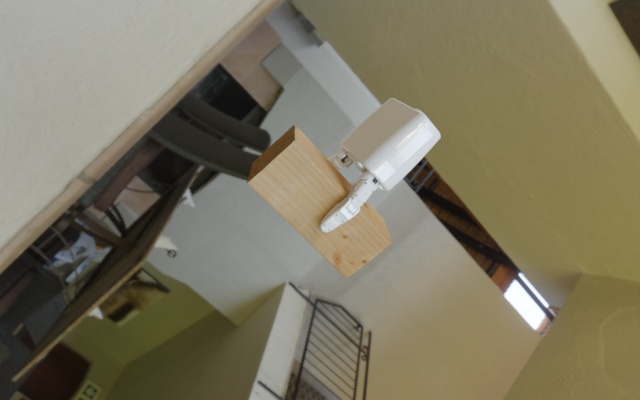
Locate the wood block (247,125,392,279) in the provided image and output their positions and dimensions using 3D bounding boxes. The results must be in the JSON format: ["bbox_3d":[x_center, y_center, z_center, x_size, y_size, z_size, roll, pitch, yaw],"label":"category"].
[{"bbox_3d":[0.001,0.002,0.698,0.090,0.206,0.090,-40,19,13],"label":"wood block"}]
